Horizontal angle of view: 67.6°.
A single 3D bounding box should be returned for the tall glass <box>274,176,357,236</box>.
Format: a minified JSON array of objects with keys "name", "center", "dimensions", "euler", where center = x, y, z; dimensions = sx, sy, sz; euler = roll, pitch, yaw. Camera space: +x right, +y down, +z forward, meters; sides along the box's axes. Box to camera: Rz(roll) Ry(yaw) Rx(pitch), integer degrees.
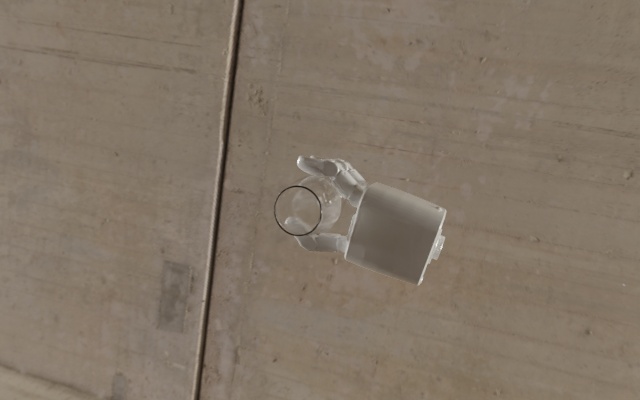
[{"name":"tall glass","center":[0.000,0.002,0.668],"dimensions":[0.079,0.079,0.201],"euler":[0,6,17]}]
